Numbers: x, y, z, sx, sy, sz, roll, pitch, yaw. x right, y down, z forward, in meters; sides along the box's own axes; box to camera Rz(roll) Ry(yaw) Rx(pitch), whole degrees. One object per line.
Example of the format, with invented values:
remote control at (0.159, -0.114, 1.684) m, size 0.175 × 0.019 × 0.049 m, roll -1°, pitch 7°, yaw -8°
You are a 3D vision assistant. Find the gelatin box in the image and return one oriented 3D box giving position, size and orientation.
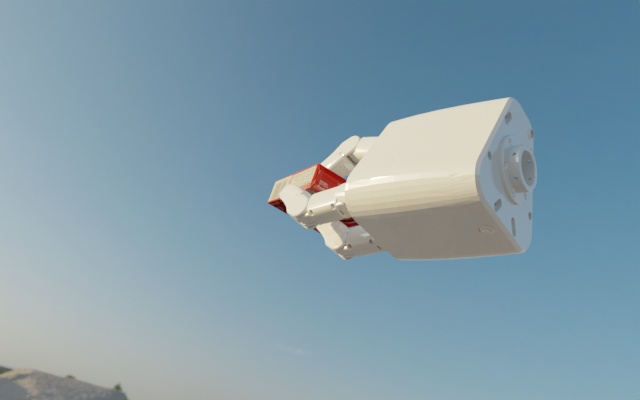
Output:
gelatin box at (0.000, 0.001, 0.477) m, size 0.073 × 0.030 × 0.089 m, roll 31°, pitch -25°, yaw -25°
